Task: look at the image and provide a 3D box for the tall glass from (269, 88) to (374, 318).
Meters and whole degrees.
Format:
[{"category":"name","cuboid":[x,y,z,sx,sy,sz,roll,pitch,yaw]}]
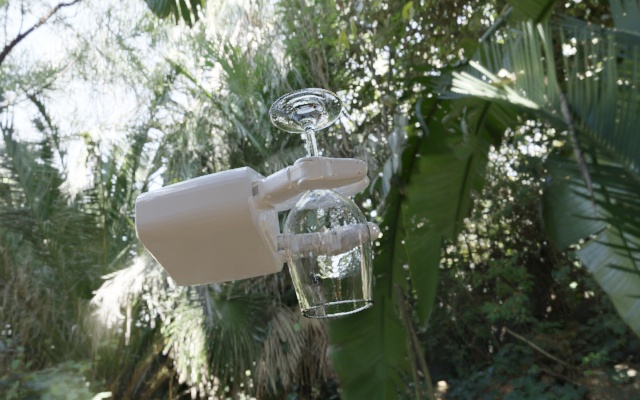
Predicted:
[{"category":"tall glass","cuboid":[0.000,0.001,0.438,0.079,0.201,0.079,-8,-23,-4]}]
